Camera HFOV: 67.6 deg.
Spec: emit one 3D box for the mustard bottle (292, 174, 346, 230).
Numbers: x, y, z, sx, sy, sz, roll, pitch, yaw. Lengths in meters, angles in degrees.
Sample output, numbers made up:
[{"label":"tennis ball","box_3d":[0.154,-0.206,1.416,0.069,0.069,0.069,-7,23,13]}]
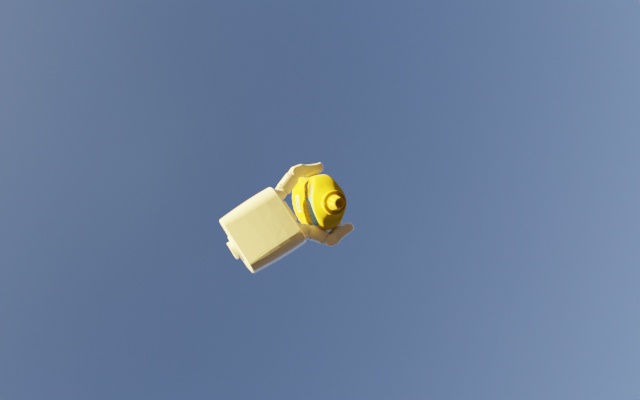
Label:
[{"label":"mustard bottle","box_3d":[0.000,0.003,0.843,0.058,0.096,0.191,-9,3,-17]}]
